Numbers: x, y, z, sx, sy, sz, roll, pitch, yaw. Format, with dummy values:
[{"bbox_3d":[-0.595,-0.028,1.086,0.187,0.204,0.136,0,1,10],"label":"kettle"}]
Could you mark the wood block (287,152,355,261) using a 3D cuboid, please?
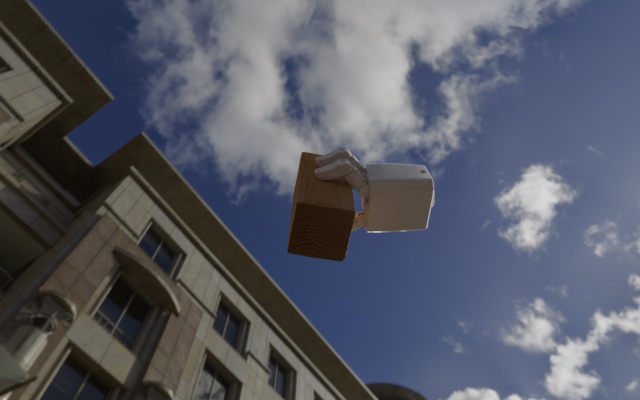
[{"bbox_3d":[0.000,0.003,0.795,0.090,0.091,0.206,9,26,-4],"label":"wood block"}]
